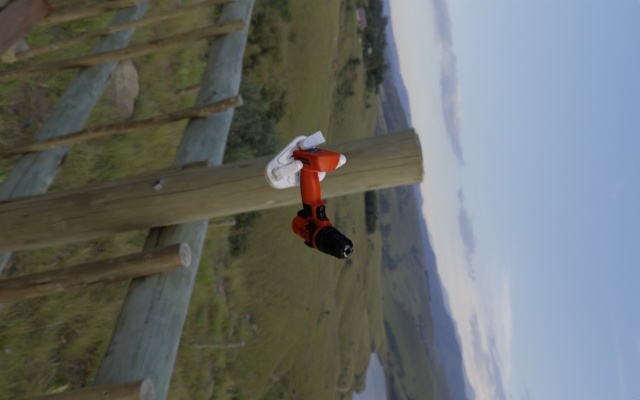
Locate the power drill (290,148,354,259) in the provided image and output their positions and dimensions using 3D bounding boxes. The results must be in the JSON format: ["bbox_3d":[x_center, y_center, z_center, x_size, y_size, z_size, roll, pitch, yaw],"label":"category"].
[{"bbox_3d":[0.000,0.002,0.883,0.057,0.188,0.184,-9,18,-31],"label":"power drill"}]
